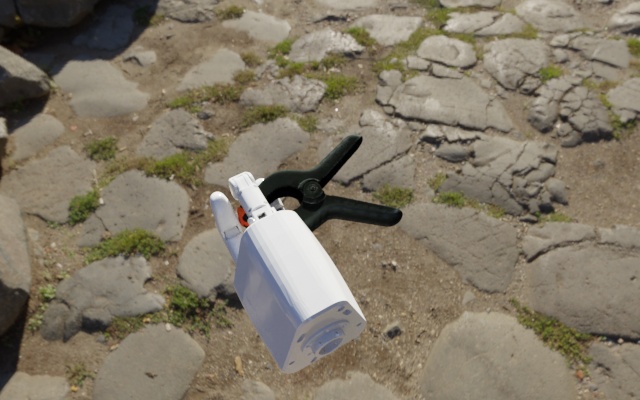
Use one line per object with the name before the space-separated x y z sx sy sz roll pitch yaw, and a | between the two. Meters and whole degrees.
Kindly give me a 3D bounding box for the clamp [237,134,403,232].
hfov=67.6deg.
clamp | 0.000 0.001 0.511 0.171 0.120 0.039 -26 -31 -15
